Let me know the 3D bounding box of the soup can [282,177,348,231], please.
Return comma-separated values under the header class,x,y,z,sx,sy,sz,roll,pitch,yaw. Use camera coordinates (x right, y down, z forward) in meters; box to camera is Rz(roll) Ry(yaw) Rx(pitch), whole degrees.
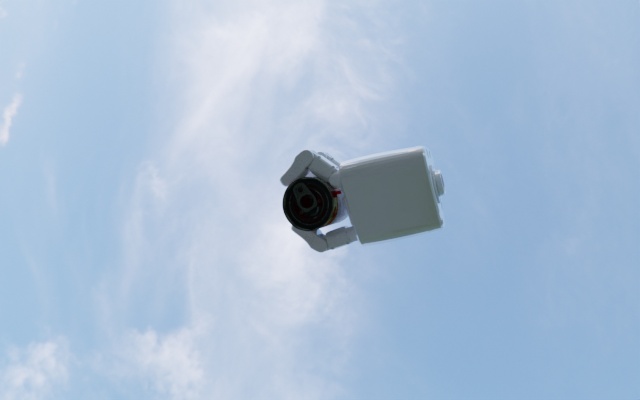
class,x,y,z,sx,sy,sz,roll,pitch,yaw
soup can,0.000,0.002,0.637,0.068,0.068,0.102,0,3,19
